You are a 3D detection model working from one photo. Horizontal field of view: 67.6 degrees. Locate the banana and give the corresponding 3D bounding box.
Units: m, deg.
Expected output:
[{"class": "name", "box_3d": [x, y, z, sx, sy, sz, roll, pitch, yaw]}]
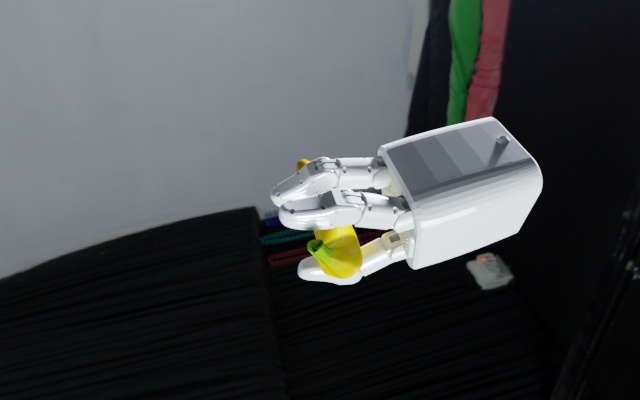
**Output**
[{"class": "banana", "box_3d": [0.007, 0.019, 0.439, 0.037, 0.070, 0.197, -22, 23, 2]}]
